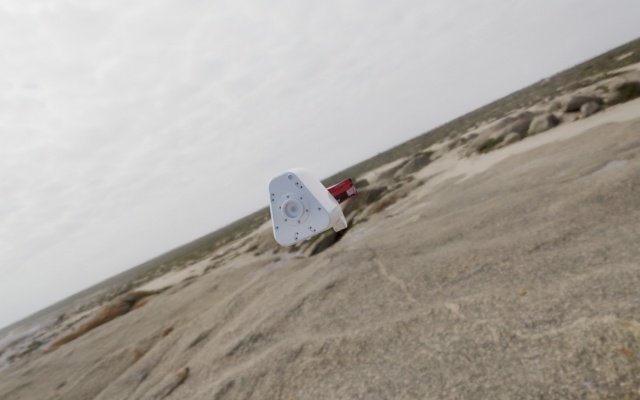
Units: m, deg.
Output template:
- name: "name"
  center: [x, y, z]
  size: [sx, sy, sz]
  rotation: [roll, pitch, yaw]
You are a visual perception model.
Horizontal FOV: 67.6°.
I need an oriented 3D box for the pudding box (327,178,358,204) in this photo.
- name: "pudding box"
  center: [0.000, 0.003, 0.888]
  size: [0.113, 0.039, 0.090]
  rotation: [-22, 2, 39]
